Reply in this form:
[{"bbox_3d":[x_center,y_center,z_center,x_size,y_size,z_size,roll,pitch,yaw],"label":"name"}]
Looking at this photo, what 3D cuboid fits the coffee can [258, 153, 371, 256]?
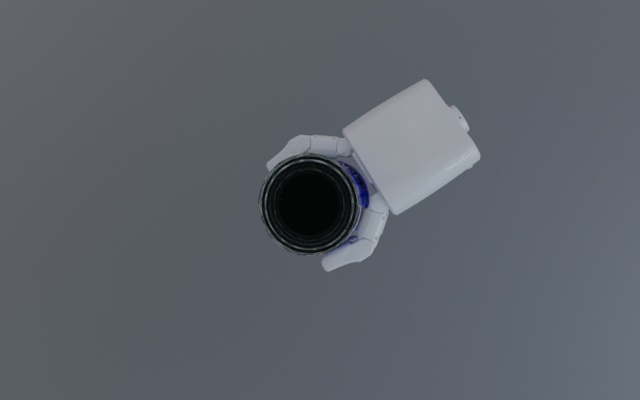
[{"bbox_3d":[0.000,0.002,0.539,0.103,0.103,0.140,0,2,10],"label":"coffee can"}]
